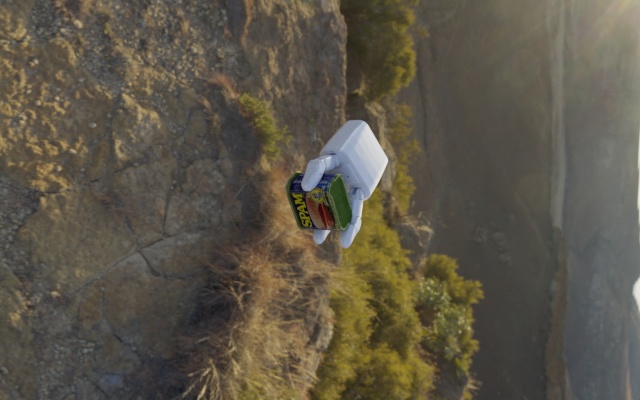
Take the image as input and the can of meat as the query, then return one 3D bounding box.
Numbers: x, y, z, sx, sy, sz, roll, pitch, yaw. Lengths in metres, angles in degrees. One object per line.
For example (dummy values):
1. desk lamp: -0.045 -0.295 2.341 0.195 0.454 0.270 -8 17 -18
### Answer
1. can of meat: 0.000 0.003 0.798 0.084 0.102 0.057 3 36 31
